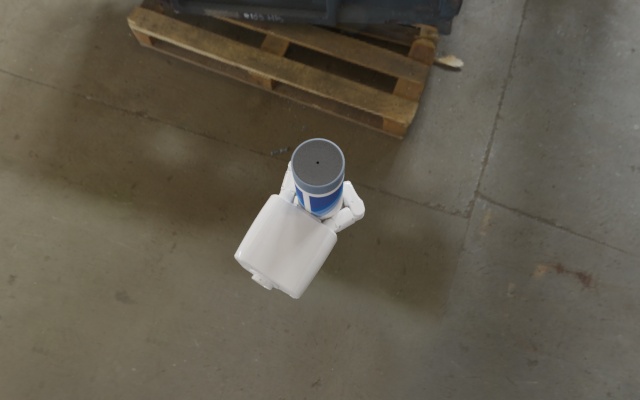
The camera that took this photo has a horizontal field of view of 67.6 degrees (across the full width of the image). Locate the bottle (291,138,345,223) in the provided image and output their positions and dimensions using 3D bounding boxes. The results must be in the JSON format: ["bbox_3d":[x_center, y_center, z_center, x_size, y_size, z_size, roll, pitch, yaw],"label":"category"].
[{"bbox_3d":[0.000,0.002,0.723,0.069,0.069,0.296,0,-19,1],"label":"bottle"}]
